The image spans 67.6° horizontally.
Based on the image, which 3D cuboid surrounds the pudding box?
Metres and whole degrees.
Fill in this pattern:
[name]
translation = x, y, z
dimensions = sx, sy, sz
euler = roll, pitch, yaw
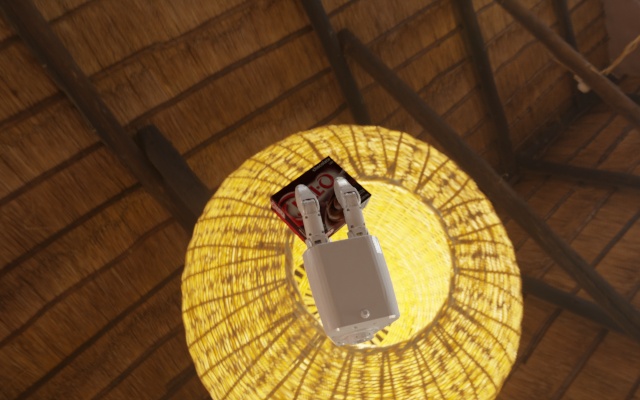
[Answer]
[pudding box]
translation = 0.000, 0.002, 0.662
dimensions = 0.113, 0.090, 0.039
euler = -37, -21, -25
